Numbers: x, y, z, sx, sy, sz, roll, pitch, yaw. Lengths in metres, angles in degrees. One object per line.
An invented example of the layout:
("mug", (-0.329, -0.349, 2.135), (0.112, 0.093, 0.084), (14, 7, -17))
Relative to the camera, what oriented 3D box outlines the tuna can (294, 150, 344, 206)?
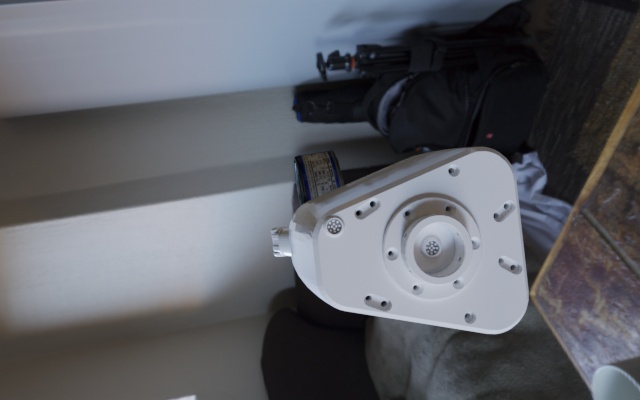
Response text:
("tuna can", (-0.001, 0.001, 0.408), (0.034, 0.086, 0.086), (-9, 1, -5))
